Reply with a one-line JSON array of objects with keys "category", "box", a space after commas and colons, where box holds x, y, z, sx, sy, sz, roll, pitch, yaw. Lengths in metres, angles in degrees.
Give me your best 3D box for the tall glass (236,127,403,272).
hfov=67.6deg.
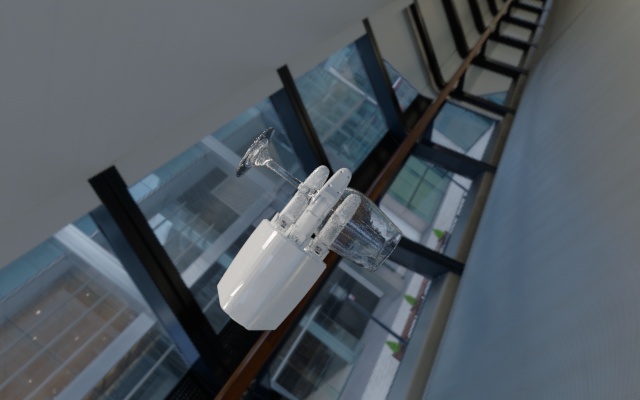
[{"category": "tall glass", "box": [0.000, 0.001, 0.573, 0.201, 0.079, 0.079, 37, 1, 2]}]
